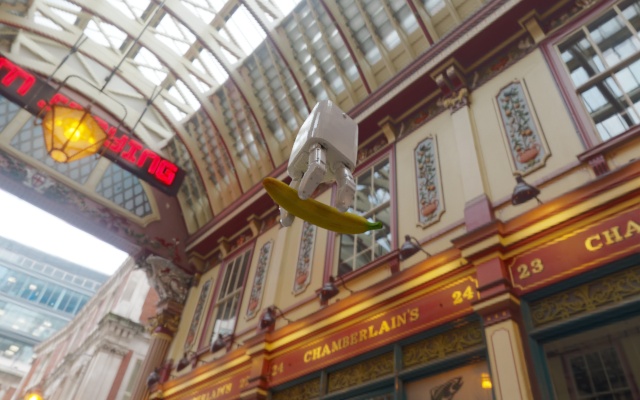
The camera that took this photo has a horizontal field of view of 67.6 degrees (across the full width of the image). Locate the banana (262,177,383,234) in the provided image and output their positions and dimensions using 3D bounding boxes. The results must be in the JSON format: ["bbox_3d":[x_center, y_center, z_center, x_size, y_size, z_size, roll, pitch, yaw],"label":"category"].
[{"bbox_3d":[-0.003,0.013,0.757,0.198,0.037,0.070,20,-36,-9],"label":"banana"}]
